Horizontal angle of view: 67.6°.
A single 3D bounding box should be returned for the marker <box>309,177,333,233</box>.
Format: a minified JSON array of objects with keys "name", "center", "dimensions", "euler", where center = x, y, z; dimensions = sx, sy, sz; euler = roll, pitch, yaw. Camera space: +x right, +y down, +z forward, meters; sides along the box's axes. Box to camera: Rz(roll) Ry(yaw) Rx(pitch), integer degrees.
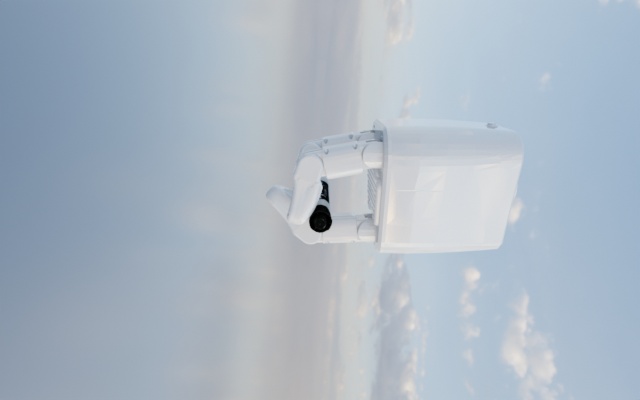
[{"name":"marker","center":[0.000,0.001,0.430],"dimensions":[0.020,0.020,0.121],"euler":[0,16,0]}]
